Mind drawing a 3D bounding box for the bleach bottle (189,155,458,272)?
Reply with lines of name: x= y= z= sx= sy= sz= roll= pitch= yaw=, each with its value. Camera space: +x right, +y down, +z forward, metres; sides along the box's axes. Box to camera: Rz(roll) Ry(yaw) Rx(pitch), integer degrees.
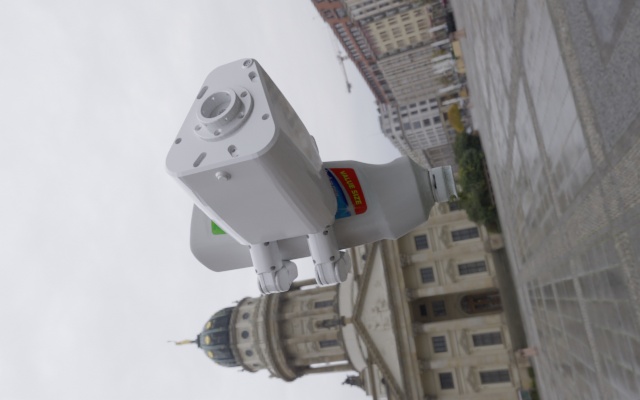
bleach bottle: x=0.000 y=0.002 z=0.458 sx=0.251 sy=0.102 sz=0.068 roll=-12 pitch=-35 yaw=18
